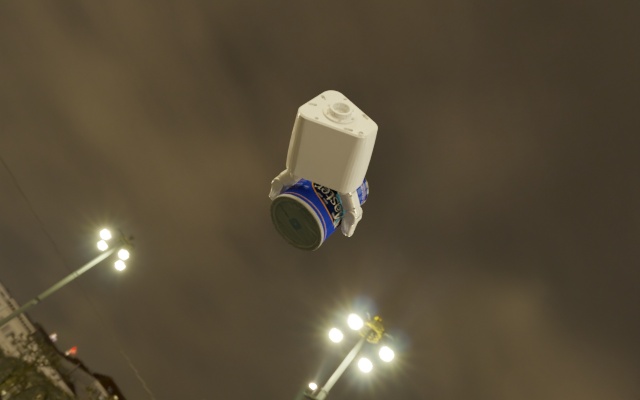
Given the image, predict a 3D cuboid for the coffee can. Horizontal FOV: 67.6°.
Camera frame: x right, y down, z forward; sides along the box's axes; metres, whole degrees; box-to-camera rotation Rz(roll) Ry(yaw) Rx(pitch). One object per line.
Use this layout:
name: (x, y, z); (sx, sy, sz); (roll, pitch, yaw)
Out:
coffee can: (0.000, 0.003, 0.790); (0.103, 0.103, 0.140); (0, 30, 42)
